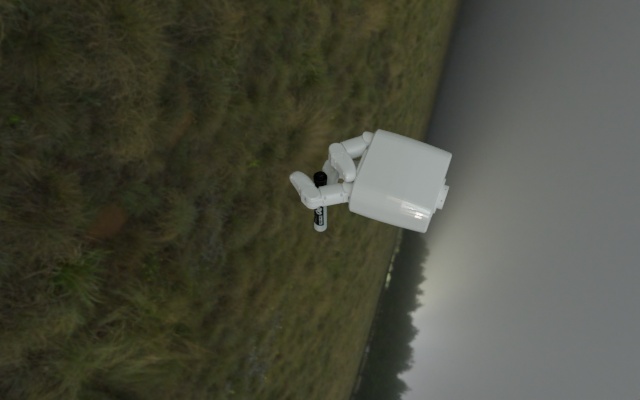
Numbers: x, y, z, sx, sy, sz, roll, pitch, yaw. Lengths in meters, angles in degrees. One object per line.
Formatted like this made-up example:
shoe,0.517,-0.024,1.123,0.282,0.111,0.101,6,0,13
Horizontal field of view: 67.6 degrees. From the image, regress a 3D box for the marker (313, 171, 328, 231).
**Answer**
marker,0.000,0.002,0.666,0.020,0.020,0.121,0,-38,0
